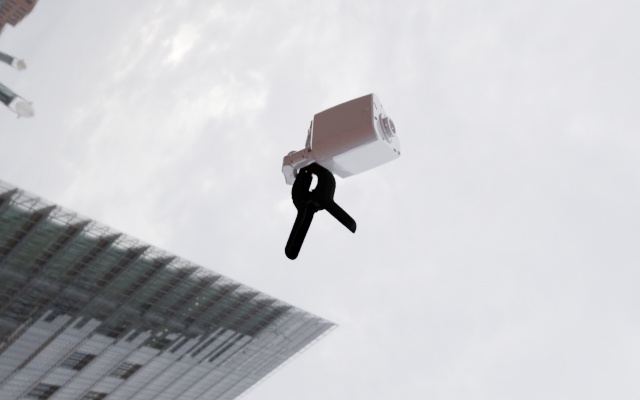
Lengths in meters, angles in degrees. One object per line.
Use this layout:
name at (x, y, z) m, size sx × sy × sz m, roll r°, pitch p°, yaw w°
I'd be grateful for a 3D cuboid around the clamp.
clamp at (0.000, 0.003, 0.735) m, size 0.120 × 0.171 × 0.039 m, roll -14°, pitch -34°, yaw 22°
